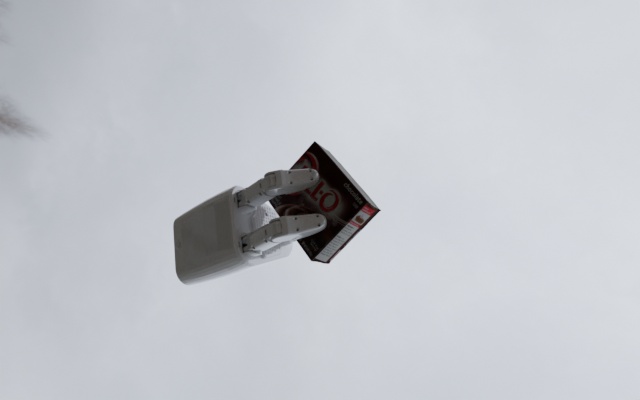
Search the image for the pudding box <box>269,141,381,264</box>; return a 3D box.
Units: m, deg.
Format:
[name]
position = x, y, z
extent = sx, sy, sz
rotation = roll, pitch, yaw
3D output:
[pudding box]
position = 0.000, 0.002, 0.540
extent = 0.113, 0.090, 0.039
rotation = 51, 15, 33
